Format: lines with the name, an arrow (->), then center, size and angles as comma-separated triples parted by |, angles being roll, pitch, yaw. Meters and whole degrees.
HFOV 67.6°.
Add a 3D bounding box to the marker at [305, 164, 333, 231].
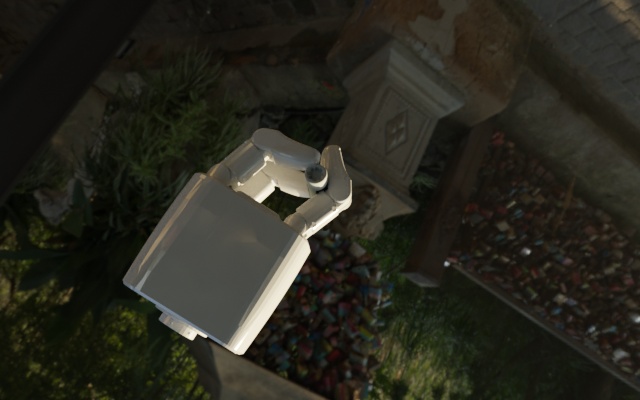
marker -> 0.000, 0.001, 0.453 | 0.020, 0.020, 0.121 | 0, -23, 4
